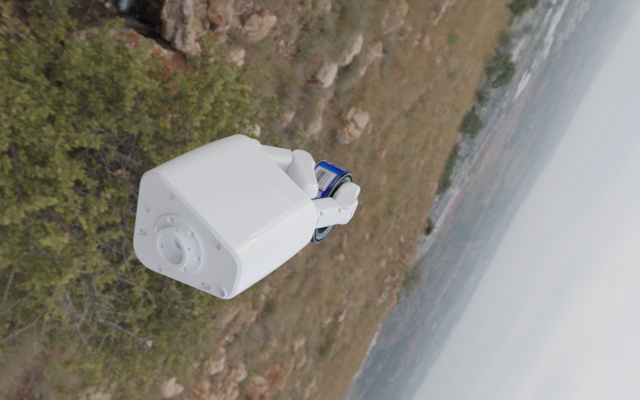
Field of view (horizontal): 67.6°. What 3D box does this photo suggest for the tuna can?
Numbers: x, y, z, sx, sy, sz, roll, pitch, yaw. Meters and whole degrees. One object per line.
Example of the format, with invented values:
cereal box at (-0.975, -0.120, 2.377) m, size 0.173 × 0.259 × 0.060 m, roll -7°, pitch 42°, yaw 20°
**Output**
tuna can at (0.001, 0.002, 0.512) m, size 0.033 × 0.086 × 0.086 m, roll 27°, pitch 8°, yaw 16°
